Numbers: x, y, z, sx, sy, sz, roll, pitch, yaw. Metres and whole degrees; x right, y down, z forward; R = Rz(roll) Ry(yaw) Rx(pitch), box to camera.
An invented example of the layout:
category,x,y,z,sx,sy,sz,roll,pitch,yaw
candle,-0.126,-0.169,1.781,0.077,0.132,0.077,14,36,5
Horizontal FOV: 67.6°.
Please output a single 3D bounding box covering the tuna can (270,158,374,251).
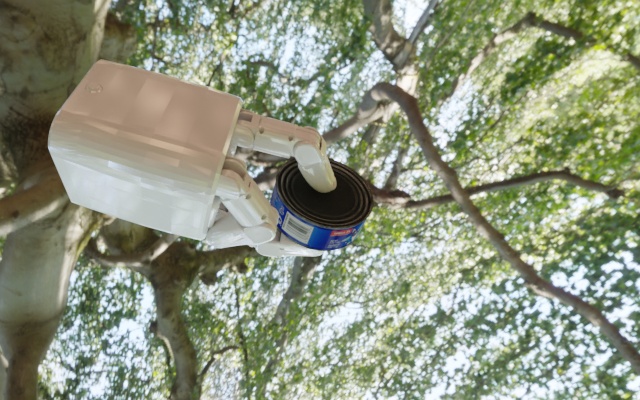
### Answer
category,x,y,z,sx,sy,sz,roll,pitch,yaw
tuna can,0.000,0.002,0.413,0.086,0.086,0.034,0,-43,-22
